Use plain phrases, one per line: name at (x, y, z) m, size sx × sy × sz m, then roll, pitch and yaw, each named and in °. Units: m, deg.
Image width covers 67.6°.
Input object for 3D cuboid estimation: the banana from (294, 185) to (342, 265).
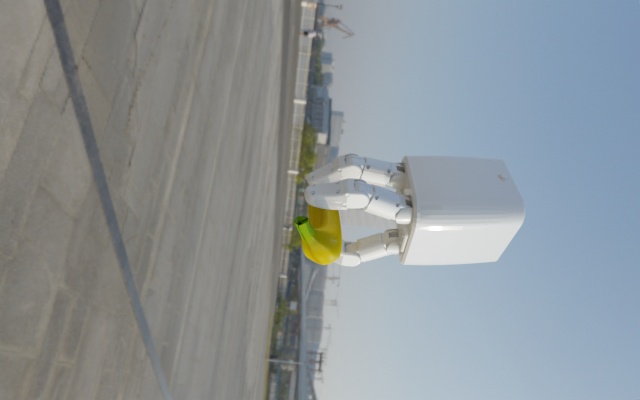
banana at (0.002, 0.020, 0.506) m, size 0.037 × 0.070 × 0.197 m, roll -7°, pitch 15°, yaw 3°
